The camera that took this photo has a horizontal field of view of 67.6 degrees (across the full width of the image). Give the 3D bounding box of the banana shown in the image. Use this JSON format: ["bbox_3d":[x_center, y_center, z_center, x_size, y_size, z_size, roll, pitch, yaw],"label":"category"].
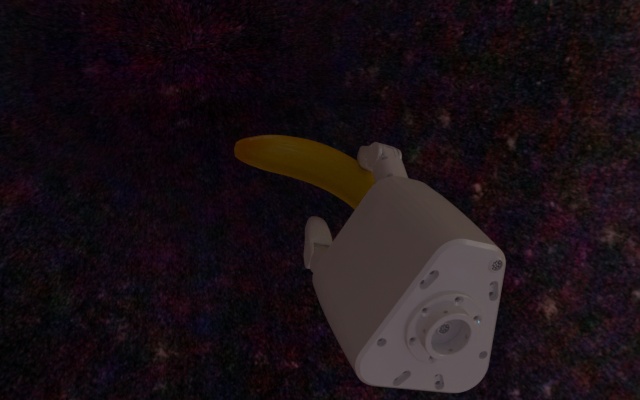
[{"bbox_3d":[0.015,-0.010,0.444,0.198,0.069,0.037,38,12,-25],"label":"banana"}]
